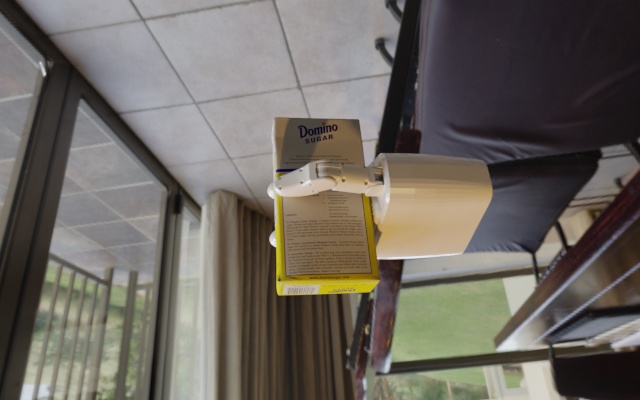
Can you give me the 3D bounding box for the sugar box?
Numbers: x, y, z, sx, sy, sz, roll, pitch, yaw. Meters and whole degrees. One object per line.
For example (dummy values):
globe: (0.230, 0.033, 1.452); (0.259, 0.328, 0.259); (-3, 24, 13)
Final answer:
sugar box: (0.000, 0.002, 0.474); (0.093, 0.176, 0.048); (0, -28, -9)
